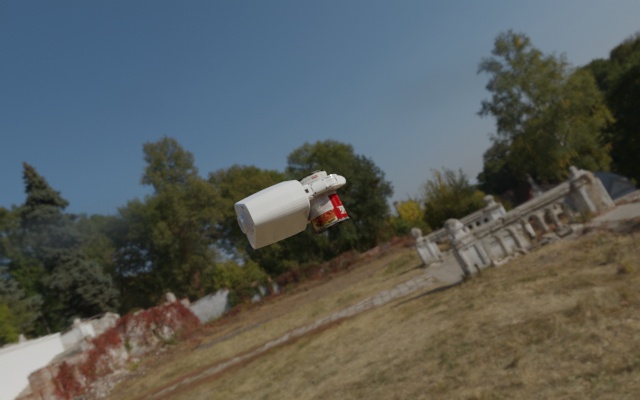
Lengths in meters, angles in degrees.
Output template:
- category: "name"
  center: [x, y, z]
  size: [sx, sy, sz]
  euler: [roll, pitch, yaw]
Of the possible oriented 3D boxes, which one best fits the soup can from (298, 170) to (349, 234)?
- category: "soup can"
  center: [0.000, 0.002, 0.884]
  size: [0.068, 0.102, 0.068]
  euler: [-26, -8, -4]
